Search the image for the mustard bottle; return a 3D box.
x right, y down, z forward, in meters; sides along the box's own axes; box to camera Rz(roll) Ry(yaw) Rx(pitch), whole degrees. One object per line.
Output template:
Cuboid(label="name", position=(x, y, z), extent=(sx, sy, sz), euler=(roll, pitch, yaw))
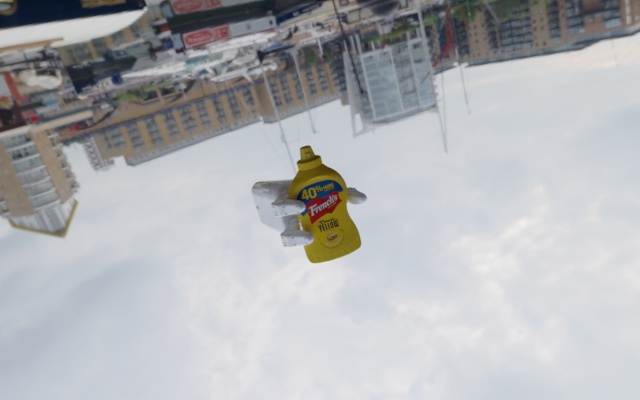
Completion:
Cuboid(label="mustard bottle", position=(0.000, 0.003, 0.784), extent=(0.096, 0.192, 0.058), euler=(-17, 18, -5))
